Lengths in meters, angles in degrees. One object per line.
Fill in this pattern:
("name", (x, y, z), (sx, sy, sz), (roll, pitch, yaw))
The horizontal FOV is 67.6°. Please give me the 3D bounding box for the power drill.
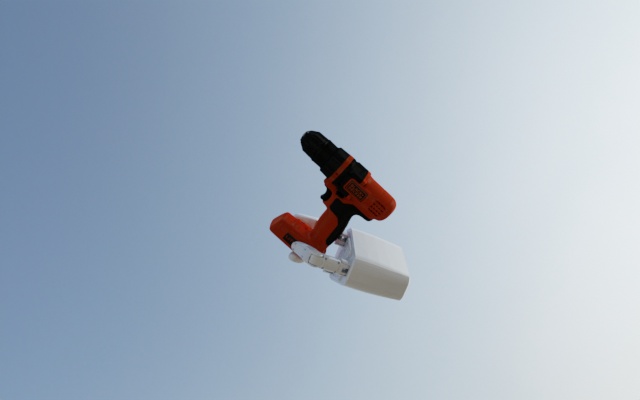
("power drill", (0.000, 0.003, 0.774), (0.188, 0.184, 0.057), (-46, 3, 29))
